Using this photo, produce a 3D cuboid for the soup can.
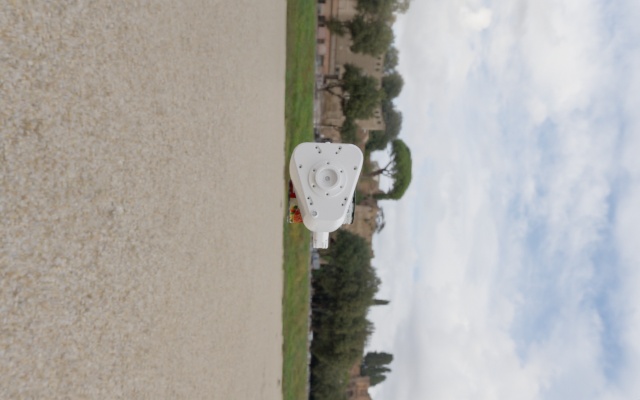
[{"bbox_3d":[0.000,0.003,0.744,0.102,0.068,0.068,2,0,-3],"label":"soup can"}]
